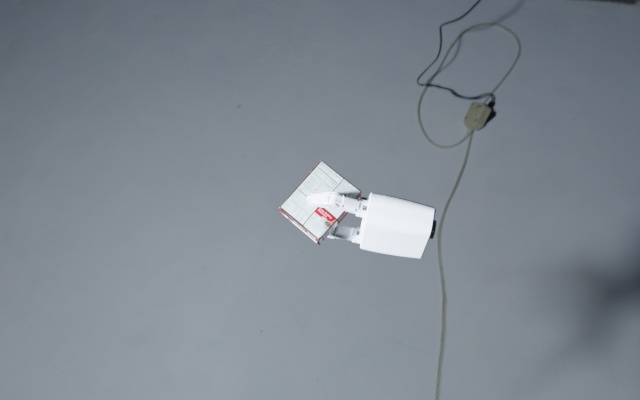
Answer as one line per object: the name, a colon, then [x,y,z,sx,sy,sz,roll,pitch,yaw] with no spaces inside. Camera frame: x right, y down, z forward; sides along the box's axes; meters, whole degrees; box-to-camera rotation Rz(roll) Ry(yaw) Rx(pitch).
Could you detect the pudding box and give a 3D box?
pudding box: [0.000,0.003,0.799,0.090,0.113,0.039,39,-12,12]
